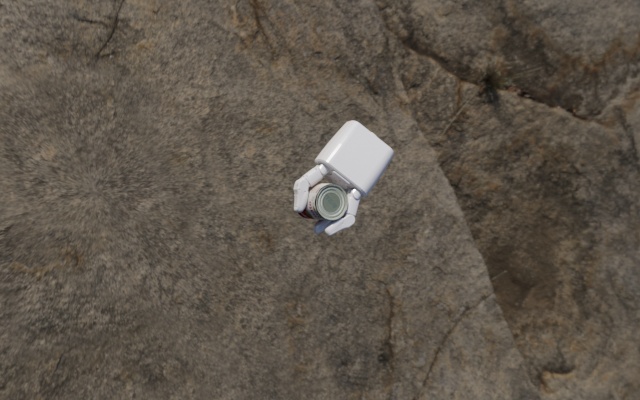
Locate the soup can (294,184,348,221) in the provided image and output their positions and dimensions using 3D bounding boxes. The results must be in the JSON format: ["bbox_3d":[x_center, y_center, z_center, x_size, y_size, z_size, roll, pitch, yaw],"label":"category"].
[{"bbox_3d":[0.000,0.003,0.893,0.068,0.068,0.102,0,1,-25],"label":"soup can"}]
